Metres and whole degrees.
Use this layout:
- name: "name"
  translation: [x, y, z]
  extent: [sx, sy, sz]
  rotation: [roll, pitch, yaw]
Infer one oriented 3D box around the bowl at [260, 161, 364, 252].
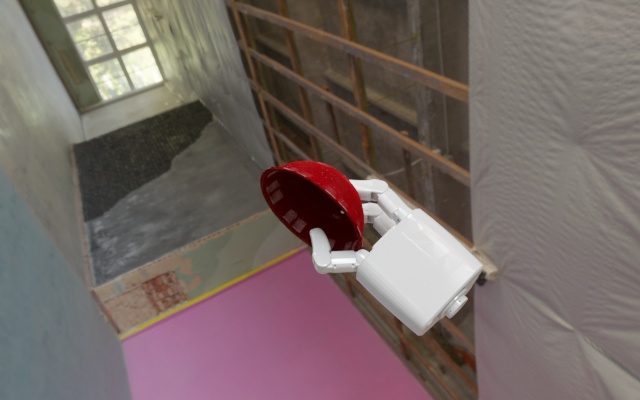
- name: "bowl"
  translation: [-0.001, 0.001, 0.623]
  extent: [0.162, 0.162, 0.055]
  rotation: [0, 43, 51]
